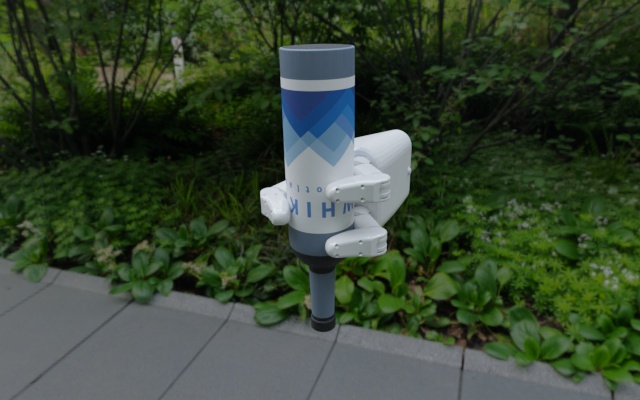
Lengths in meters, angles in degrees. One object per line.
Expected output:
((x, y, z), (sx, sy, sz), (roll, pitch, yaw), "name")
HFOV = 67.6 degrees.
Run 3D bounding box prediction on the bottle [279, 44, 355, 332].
((0.000, 0.001, 0.474), (0.069, 0.296, 0.069), (-1, 22, 0), "bottle")
